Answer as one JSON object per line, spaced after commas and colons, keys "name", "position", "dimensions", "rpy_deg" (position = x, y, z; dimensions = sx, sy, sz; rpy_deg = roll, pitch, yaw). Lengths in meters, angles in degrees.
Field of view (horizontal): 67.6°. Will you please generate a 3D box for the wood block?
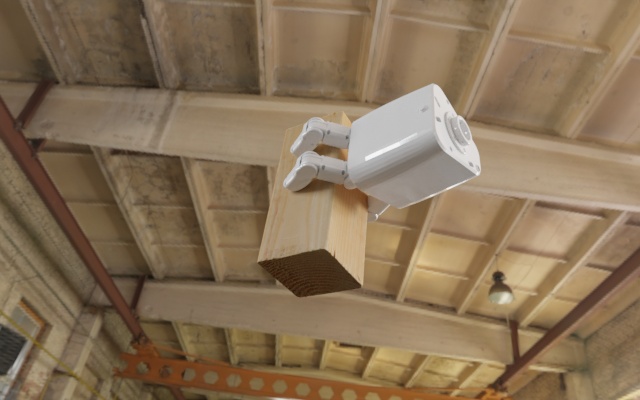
{"name": "wood block", "position": [0.001, 0.002, 0.587], "dimensions": [0.090, 0.206, 0.091], "rpy_deg": [-15, -43, 27]}
